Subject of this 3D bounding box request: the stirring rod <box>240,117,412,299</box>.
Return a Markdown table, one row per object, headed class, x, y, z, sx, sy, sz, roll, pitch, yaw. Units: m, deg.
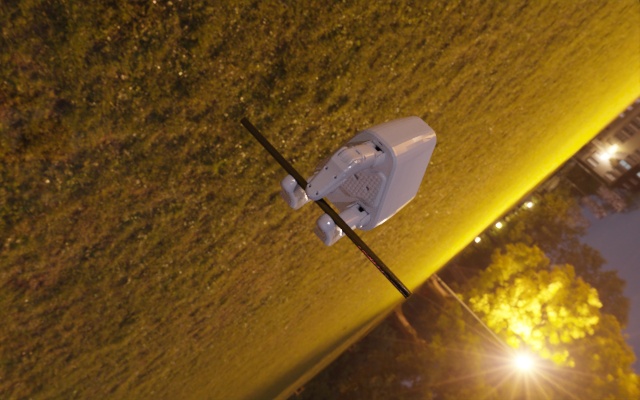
| class | x | y | z | sx | sy | sz | roll | pitch | yaw |
| --- | --- | --- | --- | --- | --- | --- | --- | --- | --- |
| stirring rod | 0.000 | 0.001 | 0.460 | 0.011 | 0.239 | 0.011 | -40 | -16 | -14 |
